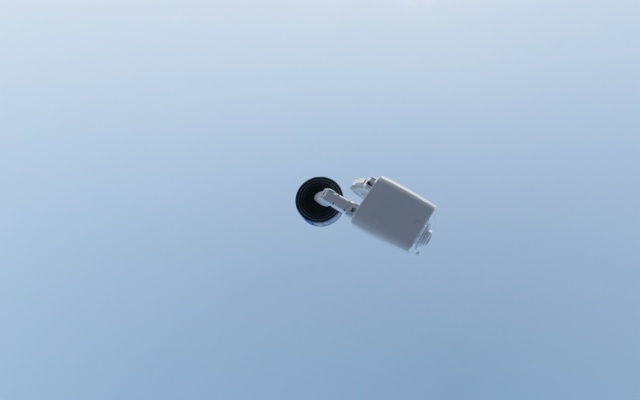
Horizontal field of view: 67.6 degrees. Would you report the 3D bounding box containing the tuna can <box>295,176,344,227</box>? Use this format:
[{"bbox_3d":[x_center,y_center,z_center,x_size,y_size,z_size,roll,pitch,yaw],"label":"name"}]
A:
[{"bbox_3d":[0.000,0.003,0.850,0.086,0.086,0.034,0,-19,10],"label":"tuna can"}]
